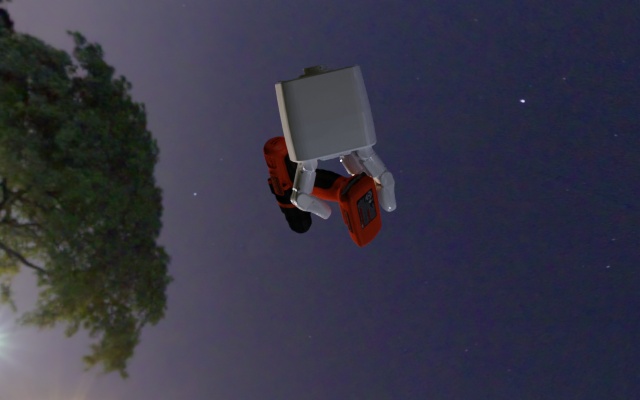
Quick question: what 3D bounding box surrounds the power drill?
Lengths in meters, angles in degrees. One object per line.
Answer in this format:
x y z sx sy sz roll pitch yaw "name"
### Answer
0.000 0.002 0.722 0.187 0.185 0.057 21 52 37 "power drill"
